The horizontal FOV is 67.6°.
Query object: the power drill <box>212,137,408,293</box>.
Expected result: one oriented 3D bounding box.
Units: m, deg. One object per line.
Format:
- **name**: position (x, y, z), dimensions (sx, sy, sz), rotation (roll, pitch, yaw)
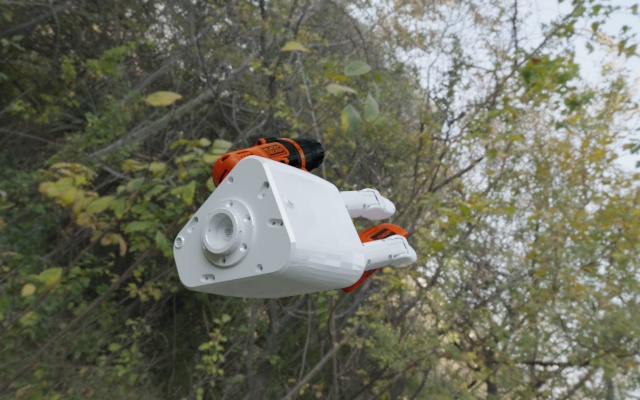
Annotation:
- **power drill**: position (0.000, 0.002, 0.518), dimensions (0.187, 0.057, 0.184), rotation (40, 30, 15)
